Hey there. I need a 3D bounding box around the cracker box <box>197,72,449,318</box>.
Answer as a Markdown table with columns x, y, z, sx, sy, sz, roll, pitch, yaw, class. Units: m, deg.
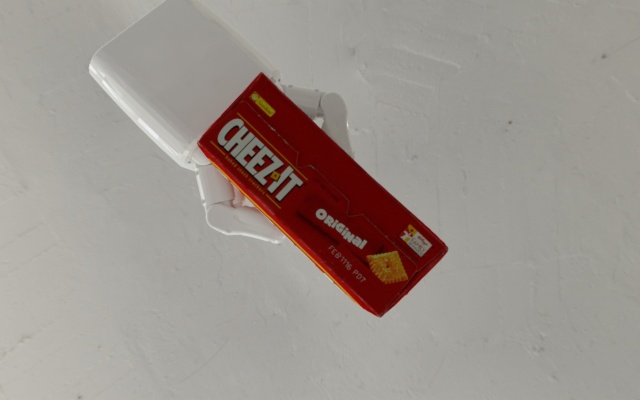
| x | y | z | sx | sy | sz | roll | pitch | yaw | class |
| --- | --- | --- | --- | --- | --- | --- | --- | --- | --- |
| 0.000 | 0.001 | 0.401 | 0.164 | 0.072 | 0.214 | 43 | -1 | 2 | cracker box |
